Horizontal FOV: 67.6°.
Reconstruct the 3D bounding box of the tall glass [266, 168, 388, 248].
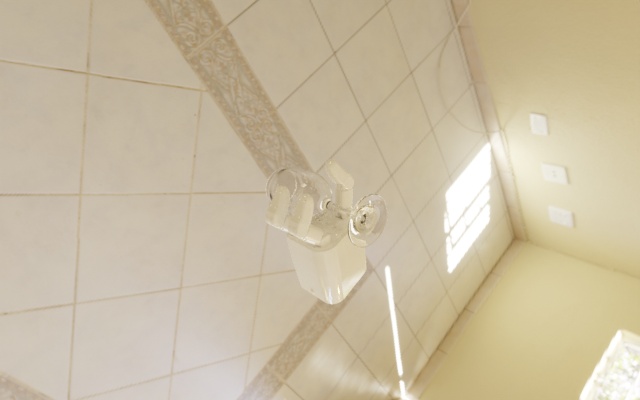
[{"bbox_3d":[0.001,0.002,0.703,0.079,0.079,0.201,0,15,-42],"label":"tall glass"}]
